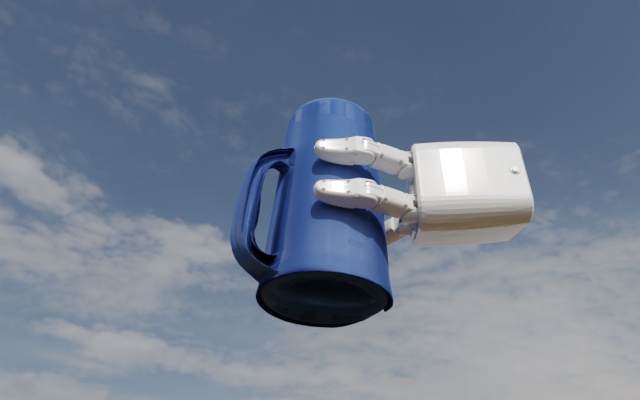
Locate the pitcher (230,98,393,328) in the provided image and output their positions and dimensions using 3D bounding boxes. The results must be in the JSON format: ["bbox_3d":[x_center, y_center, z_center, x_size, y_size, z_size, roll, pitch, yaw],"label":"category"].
[{"bbox_3d":[0.000,0.002,0.520,0.145,0.242,0.149,-3,-36,8],"label":"pitcher"}]
